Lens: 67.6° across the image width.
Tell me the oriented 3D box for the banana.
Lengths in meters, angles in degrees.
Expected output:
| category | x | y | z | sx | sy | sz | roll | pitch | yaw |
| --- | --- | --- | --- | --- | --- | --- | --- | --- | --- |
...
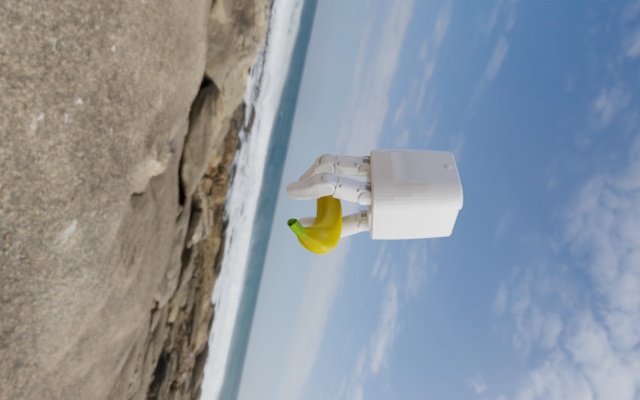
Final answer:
| category | x | y | z | sx | sy | sz | roll | pitch | yaw |
| --- | --- | --- | --- | --- | --- | --- | --- | --- | --- |
| banana | 0.005 | 0.020 | 0.608 | 0.037 | 0.070 | 0.197 | -13 | 15 | 14 |
